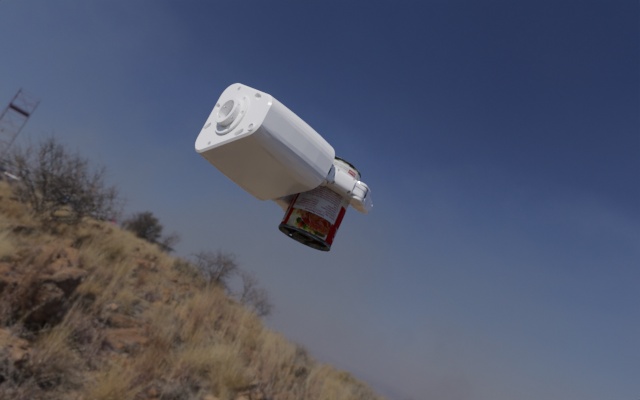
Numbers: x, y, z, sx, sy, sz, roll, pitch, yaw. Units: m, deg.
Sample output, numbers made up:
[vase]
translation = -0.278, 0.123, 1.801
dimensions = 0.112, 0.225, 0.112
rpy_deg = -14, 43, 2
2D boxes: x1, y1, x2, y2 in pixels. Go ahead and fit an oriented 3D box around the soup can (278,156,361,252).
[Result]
[soup can]
translation = 0.001, 0.002, 0.584
dimensions = 0.068, 0.102, 0.068
rpy_deg = 23, -16, 7
